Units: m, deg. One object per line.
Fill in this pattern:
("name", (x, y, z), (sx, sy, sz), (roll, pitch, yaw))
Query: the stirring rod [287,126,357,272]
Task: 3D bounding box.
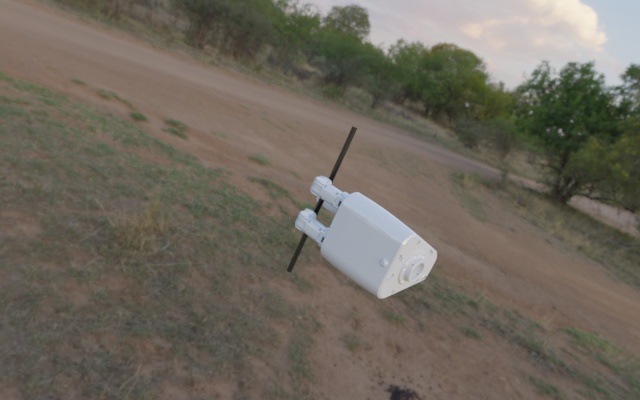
("stirring rod", (0.000, 0.002, 0.706), (0.011, 0.239, 0.011), (23, 14, -6))
